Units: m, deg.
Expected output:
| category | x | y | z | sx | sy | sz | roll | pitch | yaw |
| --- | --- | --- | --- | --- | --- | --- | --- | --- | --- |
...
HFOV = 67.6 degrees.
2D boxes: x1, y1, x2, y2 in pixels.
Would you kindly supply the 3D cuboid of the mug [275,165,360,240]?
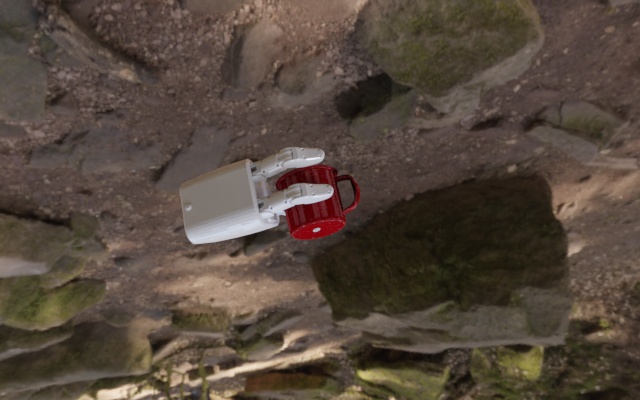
| category | x | y | z | sx | sy | sz | roll | pitch | yaw |
| --- | --- | --- | --- | --- | --- | --- | --- | --- | --- |
| mug | 0.002 | 0.002 | 0.679 | 0.117 | 0.081 | 0.093 | -17 | -20 | 10 |
